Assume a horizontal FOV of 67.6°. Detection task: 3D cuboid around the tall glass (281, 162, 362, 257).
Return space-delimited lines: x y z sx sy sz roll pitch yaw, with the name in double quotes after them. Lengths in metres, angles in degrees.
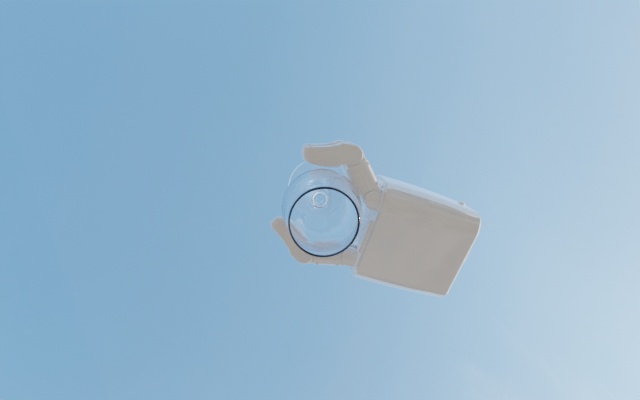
0.000 0.002 0.502 0.079 0.079 0.201 0 10 -2 "tall glass"
